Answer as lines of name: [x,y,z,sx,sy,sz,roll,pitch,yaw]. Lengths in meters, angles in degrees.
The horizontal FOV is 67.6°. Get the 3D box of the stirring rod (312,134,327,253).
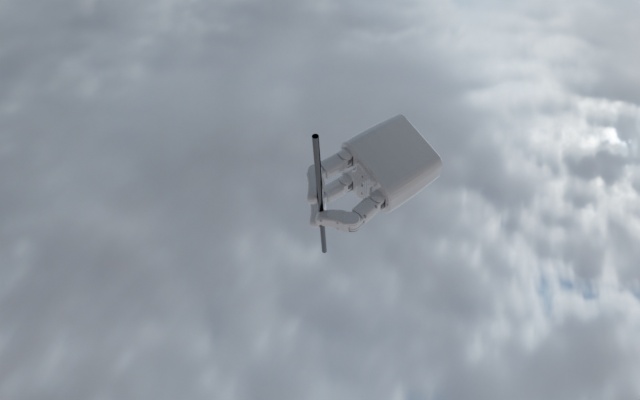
stirring rod: [0.000,0.002,0.631,0.011,0.011,0.240,0,-38,4]
